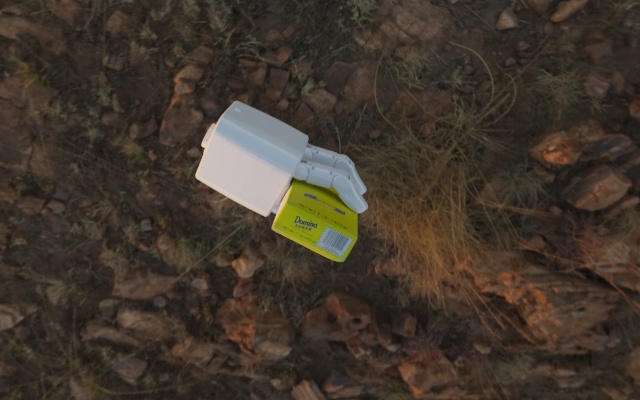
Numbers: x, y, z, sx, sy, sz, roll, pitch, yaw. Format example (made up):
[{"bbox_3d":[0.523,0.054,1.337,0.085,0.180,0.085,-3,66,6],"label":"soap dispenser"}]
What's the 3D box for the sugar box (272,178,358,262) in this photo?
[{"bbox_3d":[0.000,0.002,0.612,0.093,0.048,0.176,27,25,-8],"label":"sugar box"}]
